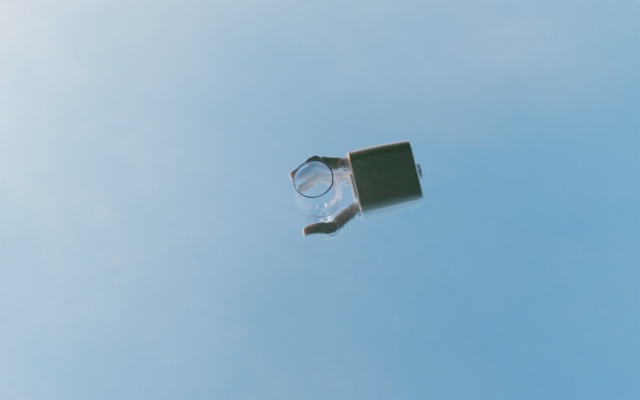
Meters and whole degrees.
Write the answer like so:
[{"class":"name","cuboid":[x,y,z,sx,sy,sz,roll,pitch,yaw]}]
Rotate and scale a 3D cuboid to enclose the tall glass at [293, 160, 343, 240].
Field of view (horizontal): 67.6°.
[{"class":"tall glass","cuboid":[0.000,0.003,0.804,0.079,0.079,0.201,0,-21,7]}]
